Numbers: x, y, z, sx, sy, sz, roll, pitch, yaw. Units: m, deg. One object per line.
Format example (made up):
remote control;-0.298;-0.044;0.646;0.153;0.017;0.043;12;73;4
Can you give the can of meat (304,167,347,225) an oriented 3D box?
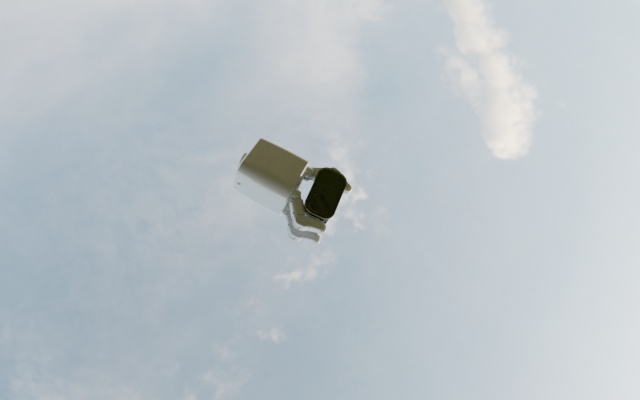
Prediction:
can of meat;0.000;0.003;0.890;0.057;0.102;0.084;25;-29;-3
